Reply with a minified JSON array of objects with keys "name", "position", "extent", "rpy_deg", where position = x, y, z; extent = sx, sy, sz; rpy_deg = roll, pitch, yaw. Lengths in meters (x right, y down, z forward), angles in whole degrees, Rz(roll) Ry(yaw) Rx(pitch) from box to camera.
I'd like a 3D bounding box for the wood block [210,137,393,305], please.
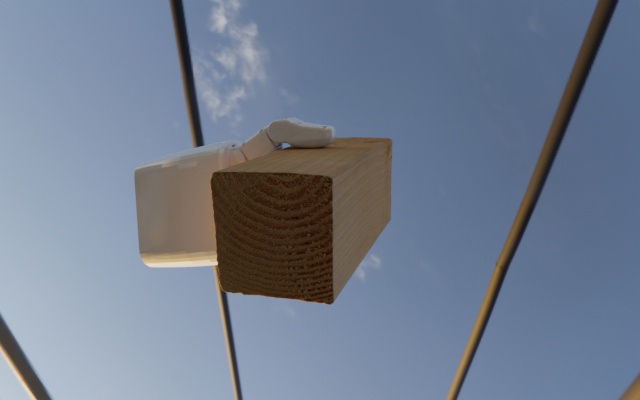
[{"name":"wood block","position":[0.000,0.001,0.416],"extent":[0.090,0.091,0.206],"rpy_deg":[3,15,18]}]
